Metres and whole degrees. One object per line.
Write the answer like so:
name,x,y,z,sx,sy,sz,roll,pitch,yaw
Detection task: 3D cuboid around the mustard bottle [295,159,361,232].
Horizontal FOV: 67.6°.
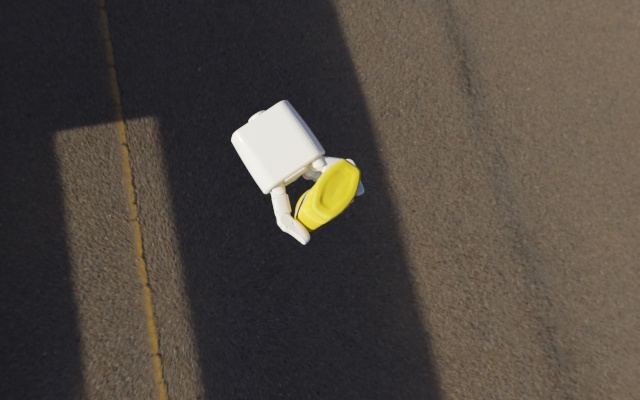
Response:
mustard bottle,0.000,0.003,0.764,0.058,0.096,0.192,33,-18,-6
